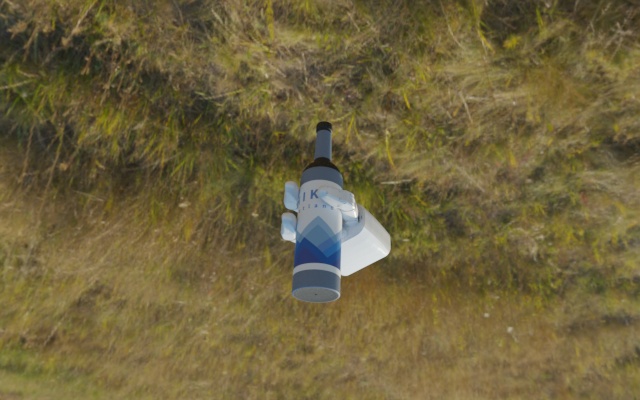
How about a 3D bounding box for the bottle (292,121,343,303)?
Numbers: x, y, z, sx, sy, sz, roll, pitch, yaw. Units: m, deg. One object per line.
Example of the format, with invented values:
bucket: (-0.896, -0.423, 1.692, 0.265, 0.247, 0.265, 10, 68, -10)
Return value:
bottle: (0.000, 0.003, 0.726, 0.069, 0.295, 0.069, 2, -30, 1)
